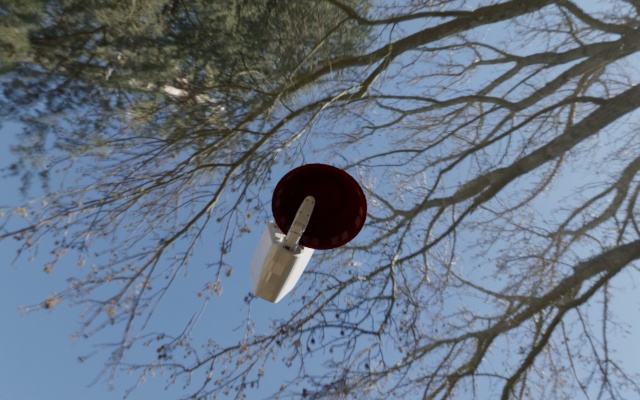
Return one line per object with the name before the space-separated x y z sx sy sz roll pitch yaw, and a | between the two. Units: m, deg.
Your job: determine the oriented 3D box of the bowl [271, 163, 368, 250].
bowl | 0.001 0.002 0.818 0.162 0.162 0.055 0 26 7
